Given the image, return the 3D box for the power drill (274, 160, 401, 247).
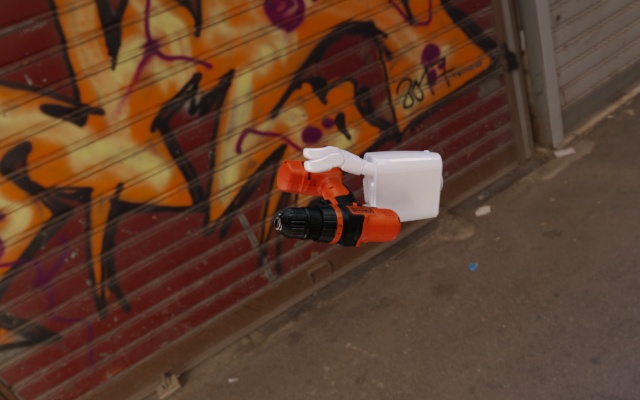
[{"bbox_3d":[0.000,0.002,0.697,0.184,0.057,0.187,5,26,-27],"label":"power drill"}]
